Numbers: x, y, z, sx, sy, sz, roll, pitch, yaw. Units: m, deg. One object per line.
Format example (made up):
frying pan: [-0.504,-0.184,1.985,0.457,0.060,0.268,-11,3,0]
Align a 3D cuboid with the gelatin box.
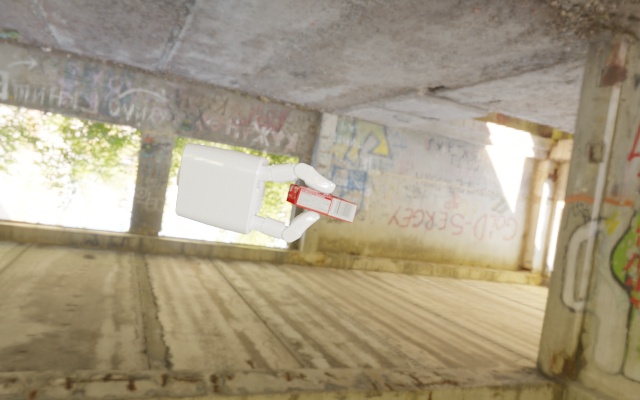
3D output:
gelatin box: [0.000,0.003,0.680,0.089,0.030,0.073,18,1,-13]
